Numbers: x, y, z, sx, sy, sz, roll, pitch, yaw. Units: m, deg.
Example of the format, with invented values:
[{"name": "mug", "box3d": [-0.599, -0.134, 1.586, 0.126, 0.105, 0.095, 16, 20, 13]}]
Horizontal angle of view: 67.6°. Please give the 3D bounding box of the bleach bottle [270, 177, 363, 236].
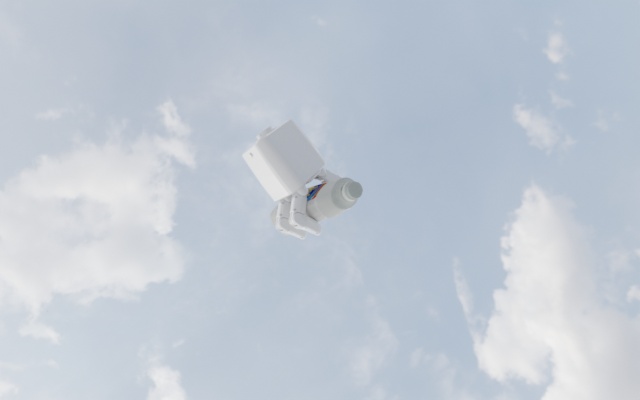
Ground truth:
[{"name": "bleach bottle", "box3d": [0.000, 0.003, 0.866, 0.102, 0.068, 0.251, -42, 10, -30]}]
